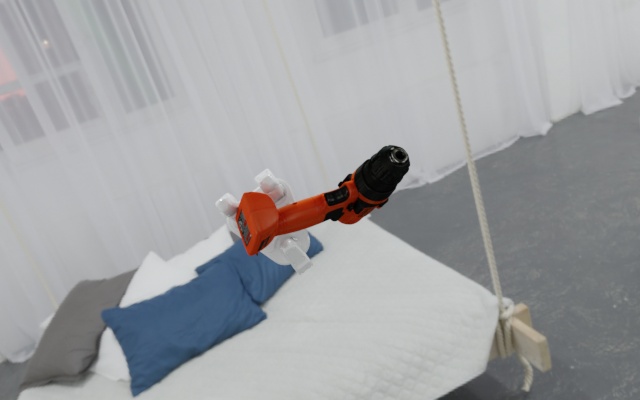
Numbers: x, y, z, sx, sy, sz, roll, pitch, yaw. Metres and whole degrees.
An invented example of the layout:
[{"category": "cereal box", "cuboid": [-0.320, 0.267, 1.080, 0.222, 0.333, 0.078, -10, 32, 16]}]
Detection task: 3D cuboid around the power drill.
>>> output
[{"category": "power drill", "cuboid": [0.000, 0.002, 0.568, 0.187, 0.057, 0.184, -15, -18, -21]}]
